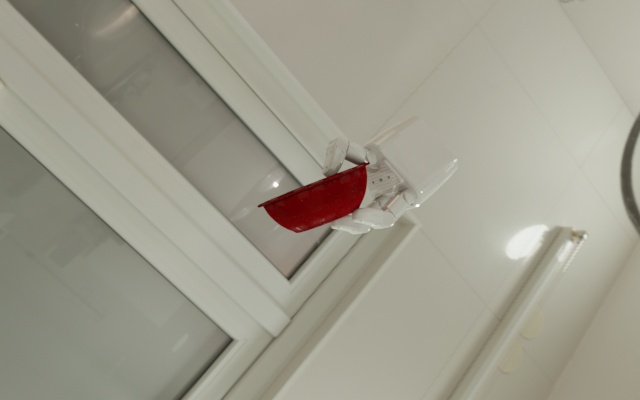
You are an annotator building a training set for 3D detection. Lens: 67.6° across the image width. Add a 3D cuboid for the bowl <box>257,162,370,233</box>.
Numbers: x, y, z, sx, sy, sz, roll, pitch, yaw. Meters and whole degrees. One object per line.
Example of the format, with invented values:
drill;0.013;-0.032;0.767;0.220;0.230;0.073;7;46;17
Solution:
bowl;-0.001;0.003;0.641;0.162;0.055;0.162;-21;1;0
